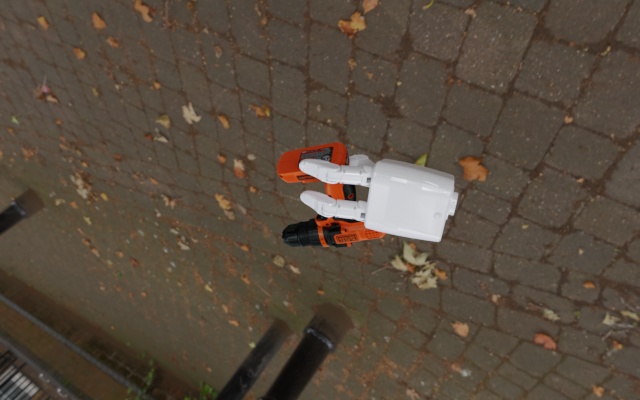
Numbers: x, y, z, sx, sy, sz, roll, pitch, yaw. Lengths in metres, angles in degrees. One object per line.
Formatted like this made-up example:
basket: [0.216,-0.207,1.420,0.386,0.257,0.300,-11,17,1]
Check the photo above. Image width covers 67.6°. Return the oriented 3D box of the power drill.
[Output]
power drill: [0.000,0.002,0.753,0.184,0.057,0.188,-10,-45,16]
